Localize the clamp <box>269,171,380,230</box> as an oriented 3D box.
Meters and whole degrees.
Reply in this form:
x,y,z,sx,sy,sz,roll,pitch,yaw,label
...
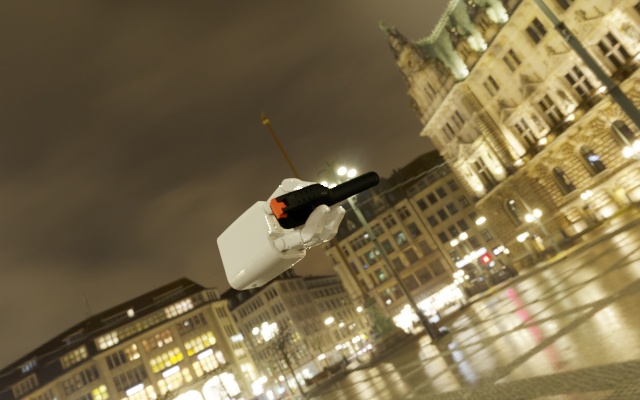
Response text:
x,y,z,sx,sy,sz,roll,pitch,yaw,label
-0.001,0.002,0.749,0.164,0.036,0.210,-41,-20,20,clamp
